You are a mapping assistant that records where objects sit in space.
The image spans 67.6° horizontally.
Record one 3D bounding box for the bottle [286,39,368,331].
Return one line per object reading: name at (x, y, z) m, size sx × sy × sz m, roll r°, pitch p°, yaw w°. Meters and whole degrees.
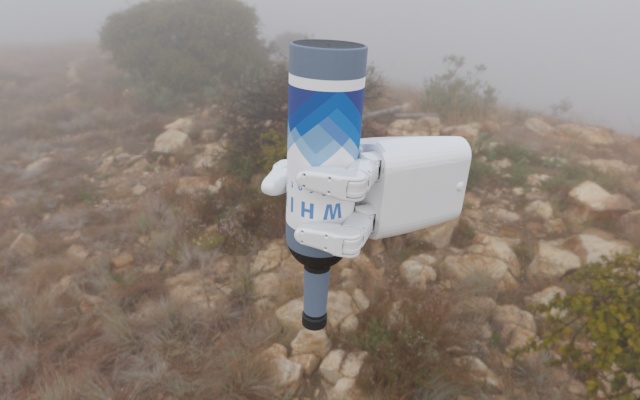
bottle at (0.000, 0.001, 0.464) m, size 0.069 × 0.296 × 0.069 m, roll 2°, pitch 25°, yaw -1°
